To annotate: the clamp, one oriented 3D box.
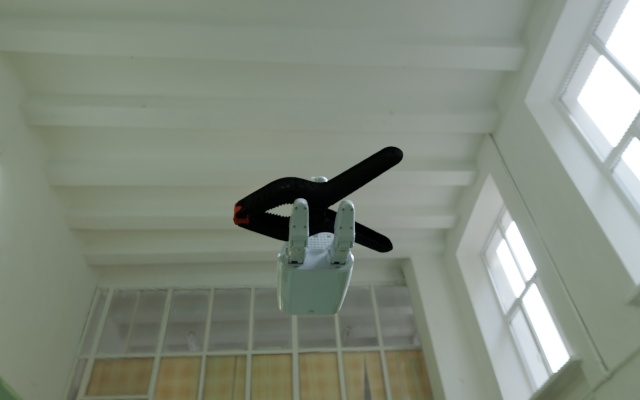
[{"bbox_3d":[-0.001,0.002,0.583,0.210,0.165,0.036,1,40,-7],"label":"clamp"}]
